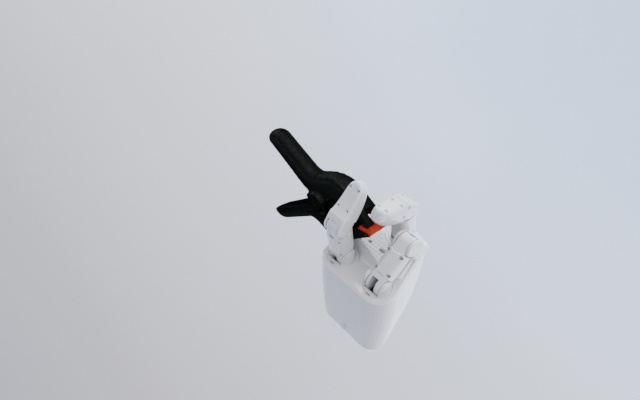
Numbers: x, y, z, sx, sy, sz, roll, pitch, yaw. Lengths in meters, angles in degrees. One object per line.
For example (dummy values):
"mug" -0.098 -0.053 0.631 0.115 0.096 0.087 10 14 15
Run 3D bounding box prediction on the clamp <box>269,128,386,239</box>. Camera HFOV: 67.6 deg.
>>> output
"clamp" 0.001 0.002 0.547 0.039 0.120 0.171 -32 54 -28
